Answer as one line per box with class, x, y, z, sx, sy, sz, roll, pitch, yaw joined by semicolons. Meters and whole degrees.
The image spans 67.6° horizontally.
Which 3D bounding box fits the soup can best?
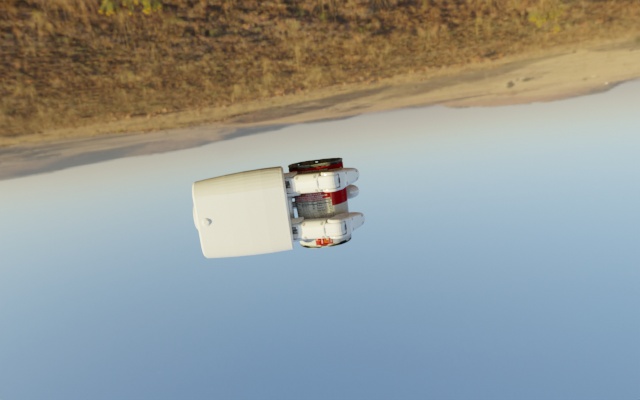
soup can;0.001;0.002;0.594;0.068;0.102;0.068;-7;9;1
